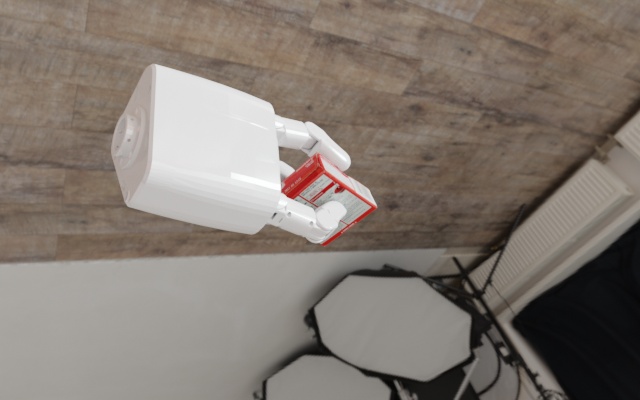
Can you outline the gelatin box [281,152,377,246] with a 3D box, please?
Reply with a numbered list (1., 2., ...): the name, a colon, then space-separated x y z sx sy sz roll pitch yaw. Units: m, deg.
1. gelatin box: 0.000 0.002 0.470 0.073 0.030 0.089 -39 -45 21
